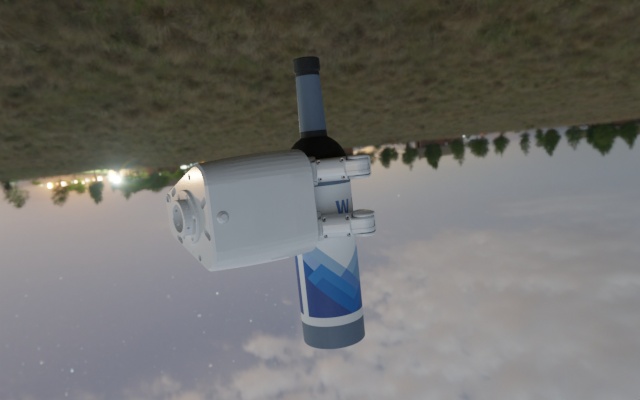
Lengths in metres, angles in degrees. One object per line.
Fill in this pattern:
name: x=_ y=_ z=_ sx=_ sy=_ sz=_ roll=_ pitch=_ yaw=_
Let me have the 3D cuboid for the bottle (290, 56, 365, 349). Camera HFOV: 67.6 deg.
bottle: x=0.000 y=0.002 z=0.501 sx=0.069 sy=0.296 sz=0.069 roll=-6 pitch=6 yaw=1
